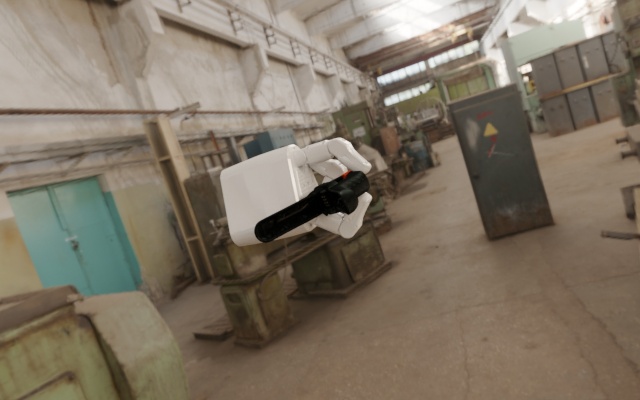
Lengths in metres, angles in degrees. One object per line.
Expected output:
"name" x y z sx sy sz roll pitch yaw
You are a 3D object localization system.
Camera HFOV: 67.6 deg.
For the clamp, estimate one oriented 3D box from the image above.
"clamp" 0.000 0.001 0.540 0.120 0.039 0.171 -15 6 18
